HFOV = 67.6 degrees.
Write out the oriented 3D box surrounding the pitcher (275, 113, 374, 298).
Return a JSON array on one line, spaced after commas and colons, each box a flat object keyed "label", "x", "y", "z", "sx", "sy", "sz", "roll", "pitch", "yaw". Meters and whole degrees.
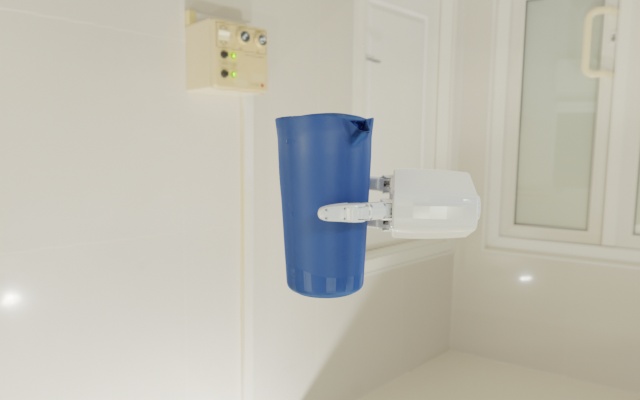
[{"label": "pitcher", "x": 0.000, "y": 0.002, "z": 0.665, "sx": 0.145, "sy": 0.243, "sz": 0.149, "roll": 1, "pitch": 6, "yaw": 7}]
